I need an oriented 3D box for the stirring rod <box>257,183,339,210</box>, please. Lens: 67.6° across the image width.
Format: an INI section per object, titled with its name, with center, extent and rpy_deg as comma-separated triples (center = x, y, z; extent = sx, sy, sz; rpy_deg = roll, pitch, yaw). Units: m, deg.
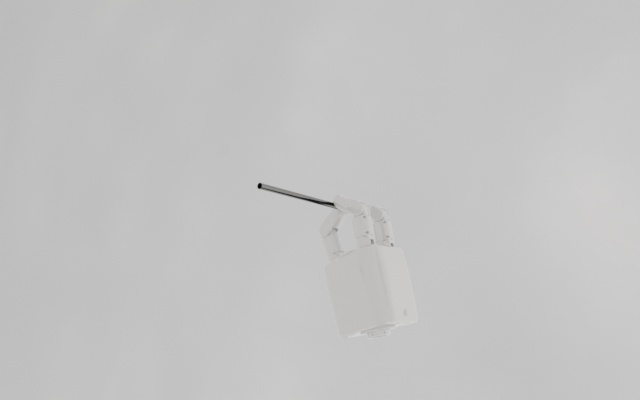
[stirring rod]
center = 0.000, 0.002, 0.672
extent = 0.011, 0.011, 0.239
rpy_deg = 0, -10, 39
